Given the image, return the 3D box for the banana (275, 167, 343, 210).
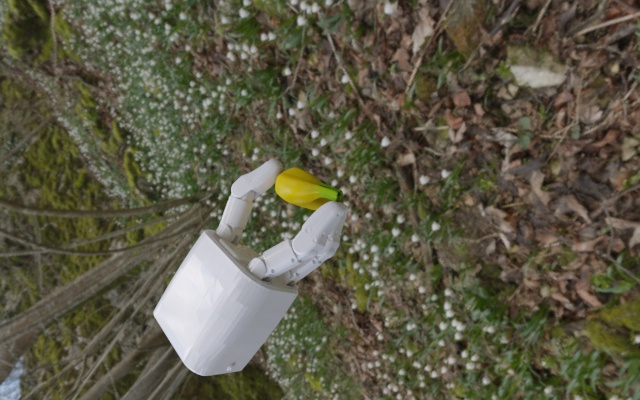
[{"bbox_3d":[-0.016,-0.008,0.535,0.069,0.037,0.198,31,-1,0],"label":"banana"}]
